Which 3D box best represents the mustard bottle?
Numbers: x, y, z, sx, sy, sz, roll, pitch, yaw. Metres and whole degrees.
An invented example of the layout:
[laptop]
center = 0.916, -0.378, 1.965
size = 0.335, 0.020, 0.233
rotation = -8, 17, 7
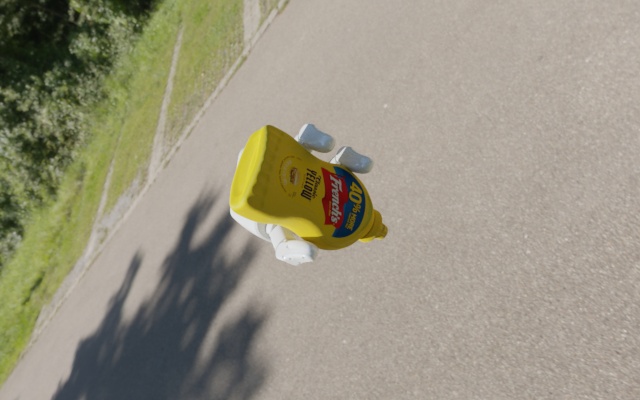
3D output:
[mustard bottle]
center = 0.000, 0.002, 0.523
size = 0.192, 0.096, 0.058
rotation = 27, -28, -30
